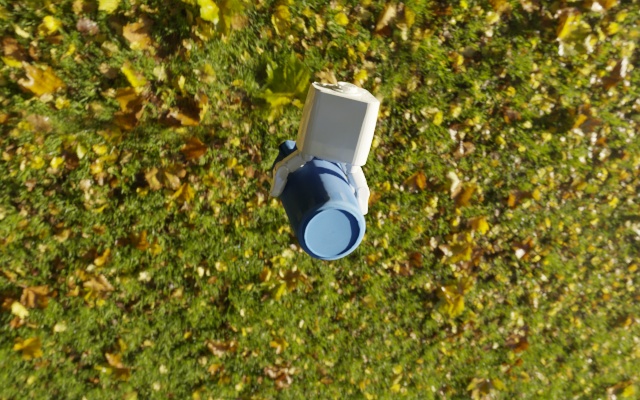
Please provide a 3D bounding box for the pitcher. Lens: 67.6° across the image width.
[{"bbox_3d":[0.000,0.003,0.830,0.149,0.145,0.242,7,25,-17],"label":"pitcher"}]
